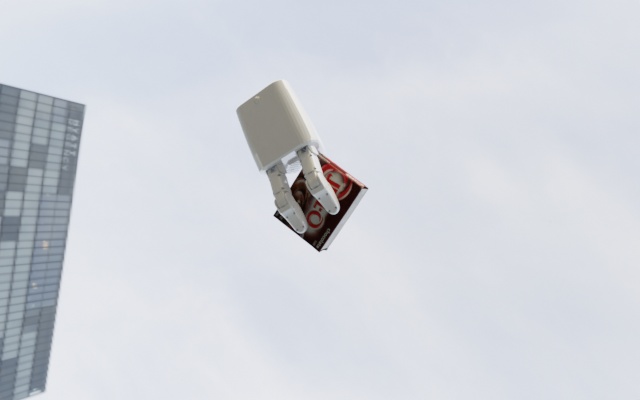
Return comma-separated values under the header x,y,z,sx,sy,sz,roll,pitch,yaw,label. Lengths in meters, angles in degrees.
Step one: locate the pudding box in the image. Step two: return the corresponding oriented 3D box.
x,y,z,sx,sy,sz,roll,pitch,yaw,label
0.000,0.002,0.677,0.090,0.113,0.039,37,15,20,pudding box
